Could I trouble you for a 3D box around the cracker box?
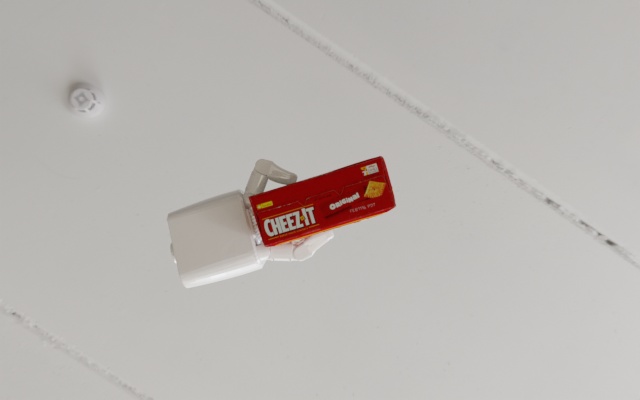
[{"bbox_3d":[0.000,0.002,0.652,0.164,0.072,0.213,-18,2,-2],"label":"cracker box"}]
